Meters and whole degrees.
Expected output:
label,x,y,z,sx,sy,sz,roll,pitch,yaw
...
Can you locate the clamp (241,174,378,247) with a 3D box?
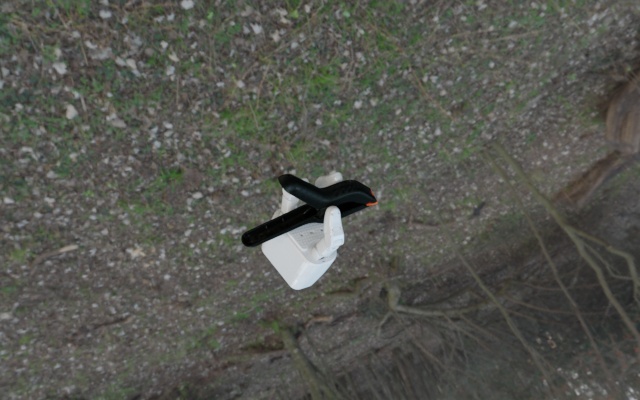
label,x,y,z,sx,sy,sz,roll,pitch,yaw
clamp,0.001,0.003,0.685,0.210,0.036,0.165,-12,-25,-28
